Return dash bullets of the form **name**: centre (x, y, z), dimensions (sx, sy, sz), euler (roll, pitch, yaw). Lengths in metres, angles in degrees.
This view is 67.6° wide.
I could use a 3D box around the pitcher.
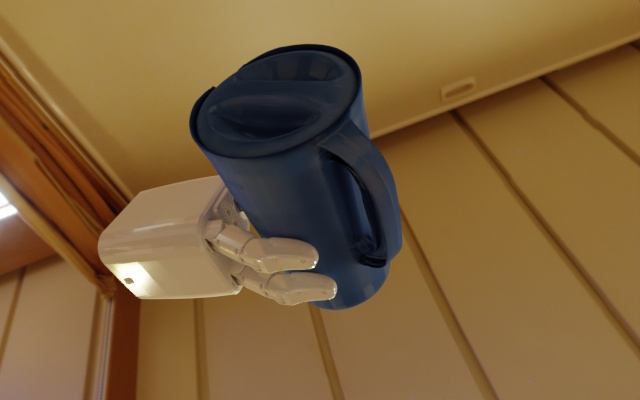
- **pitcher**: centre (0.000, 0.001, 0.426), dimensions (0.145, 0.149, 0.243), euler (-9, -43, 12)
